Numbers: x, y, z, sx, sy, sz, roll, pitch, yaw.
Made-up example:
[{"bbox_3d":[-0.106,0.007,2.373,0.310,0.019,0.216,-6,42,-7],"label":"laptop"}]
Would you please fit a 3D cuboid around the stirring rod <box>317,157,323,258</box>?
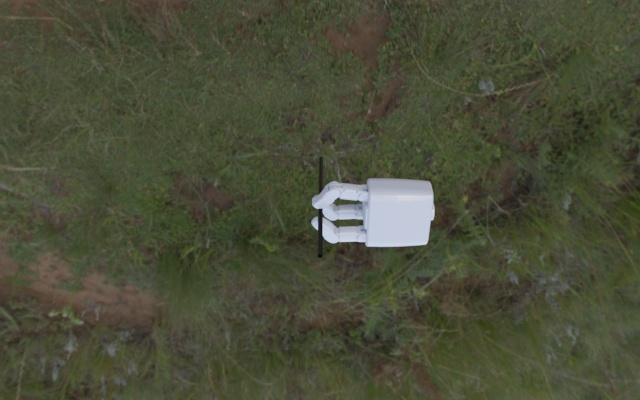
[{"bbox_3d":[0.000,0.003,0.821,0.011,0.011,0.239,0,44,1],"label":"stirring rod"}]
